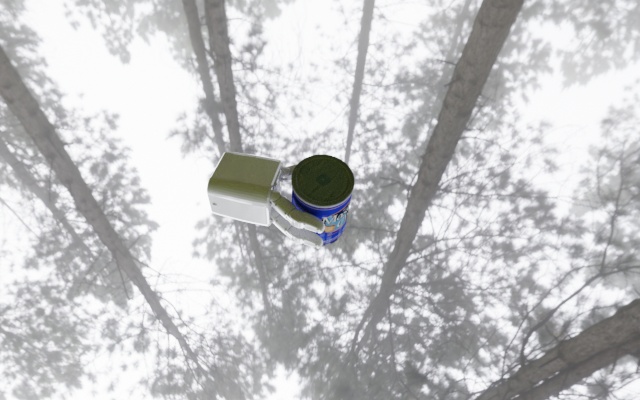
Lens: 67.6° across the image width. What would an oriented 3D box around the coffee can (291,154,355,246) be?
[{"bbox_3d":[0.000,0.003,0.826,0.103,0.102,0.140,0,-32,-4],"label":"coffee can"}]
